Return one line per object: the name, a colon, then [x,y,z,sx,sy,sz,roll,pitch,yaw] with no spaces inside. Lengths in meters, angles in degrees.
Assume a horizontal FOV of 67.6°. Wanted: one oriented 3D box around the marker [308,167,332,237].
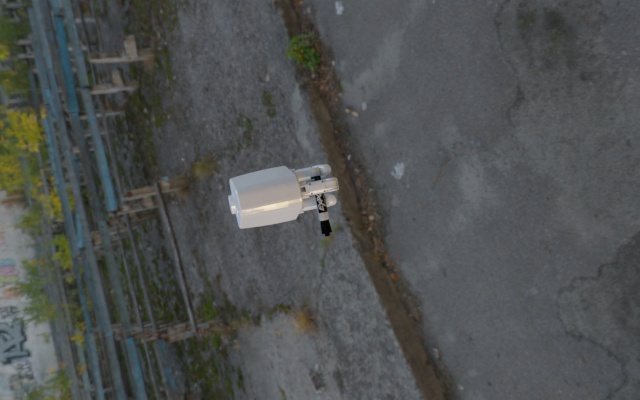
marker: [0.000,0.003,0.828,0.020,0.121,0.020,-12,1,0]
